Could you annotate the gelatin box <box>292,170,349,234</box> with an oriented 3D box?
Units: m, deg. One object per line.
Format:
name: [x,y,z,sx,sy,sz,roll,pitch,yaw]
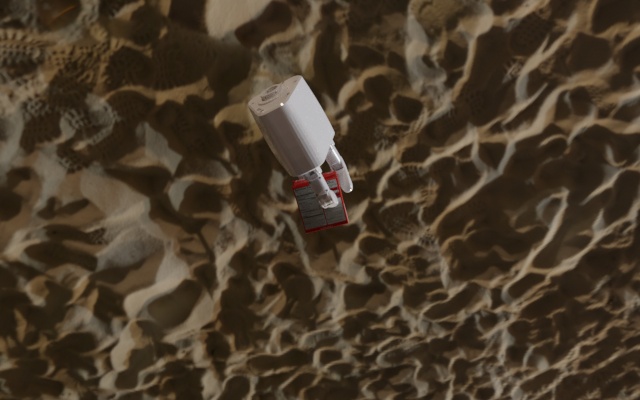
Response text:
gelatin box: [0.000,0.003,0.771,0.073,0.089,0.030,-14,25,3]
